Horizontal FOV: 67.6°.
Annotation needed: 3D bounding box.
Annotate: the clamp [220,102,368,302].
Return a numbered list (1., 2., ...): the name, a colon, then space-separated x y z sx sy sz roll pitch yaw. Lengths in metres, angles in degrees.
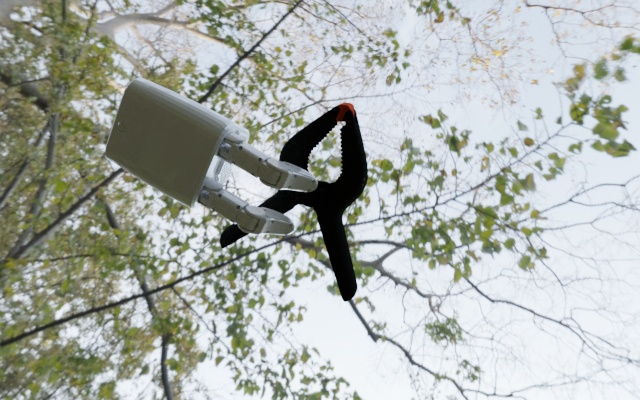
1. clamp: 0.000 0.001 0.508 0.164 0.210 0.036 29 20 2
